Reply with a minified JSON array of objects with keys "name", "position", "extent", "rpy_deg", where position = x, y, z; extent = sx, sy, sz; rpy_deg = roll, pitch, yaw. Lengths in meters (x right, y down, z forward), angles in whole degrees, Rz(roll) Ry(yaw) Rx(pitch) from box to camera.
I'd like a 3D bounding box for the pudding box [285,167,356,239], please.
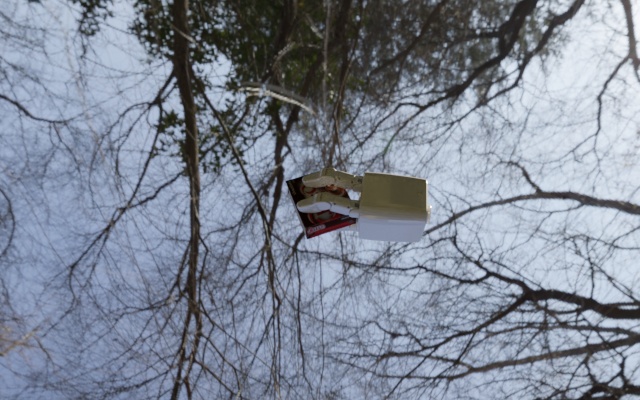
[{"name":"pudding box","position":[0.000,0.003,0.807],"extent":[0.090,0.113,0.039],"rpy_deg":[-17,-41,-11]}]
